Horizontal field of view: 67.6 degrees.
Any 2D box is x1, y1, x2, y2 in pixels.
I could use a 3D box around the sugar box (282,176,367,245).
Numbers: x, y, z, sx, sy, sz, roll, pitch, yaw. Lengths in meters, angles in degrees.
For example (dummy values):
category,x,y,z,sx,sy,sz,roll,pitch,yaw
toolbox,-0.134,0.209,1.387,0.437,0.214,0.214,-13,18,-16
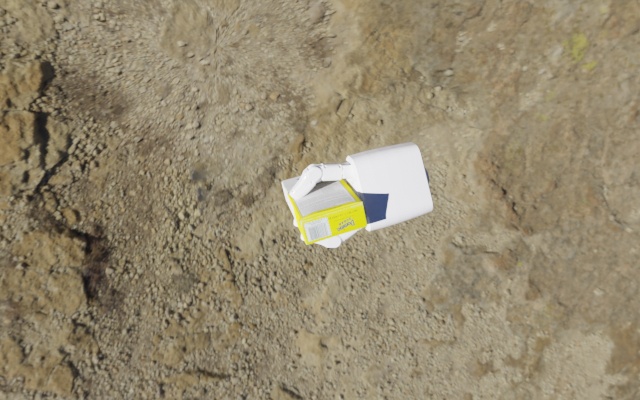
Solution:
category,x,y,z,sx,sy,sz,roll,pitch,yaw
sugar box,0.000,0.003,0.731,0.093,0.048,0.176,-16,20,-6
